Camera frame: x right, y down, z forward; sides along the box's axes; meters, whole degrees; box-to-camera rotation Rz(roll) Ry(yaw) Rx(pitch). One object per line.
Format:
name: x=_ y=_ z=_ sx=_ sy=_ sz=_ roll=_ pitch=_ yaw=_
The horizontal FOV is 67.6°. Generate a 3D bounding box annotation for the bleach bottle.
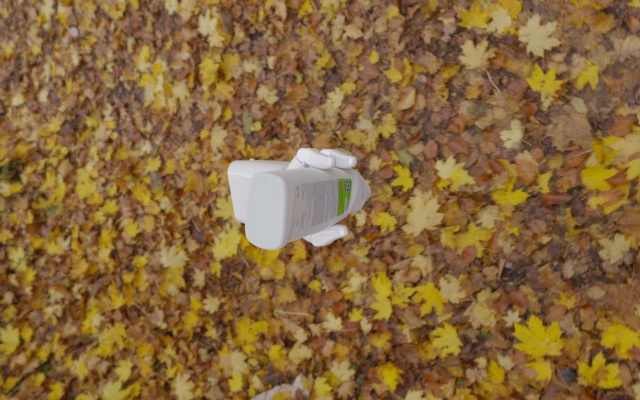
bleach bottle: x=0.000 y=0.002 z=0.703 sx=0.068 sy=0.102 sz=0.251 roll=12 pitch=11 yaw=34
